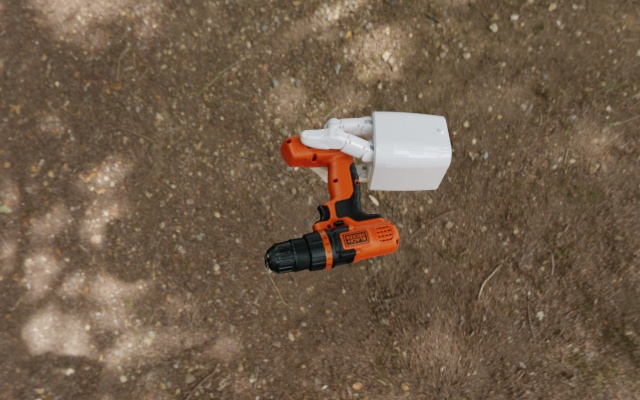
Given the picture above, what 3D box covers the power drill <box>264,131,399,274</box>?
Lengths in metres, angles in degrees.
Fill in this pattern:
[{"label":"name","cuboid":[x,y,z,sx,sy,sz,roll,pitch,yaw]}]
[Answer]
[{"label":"power drill","cuboid":[0.000,0.002,0.657,0.184,0.187,0.057,-9,-19,-17]}]
